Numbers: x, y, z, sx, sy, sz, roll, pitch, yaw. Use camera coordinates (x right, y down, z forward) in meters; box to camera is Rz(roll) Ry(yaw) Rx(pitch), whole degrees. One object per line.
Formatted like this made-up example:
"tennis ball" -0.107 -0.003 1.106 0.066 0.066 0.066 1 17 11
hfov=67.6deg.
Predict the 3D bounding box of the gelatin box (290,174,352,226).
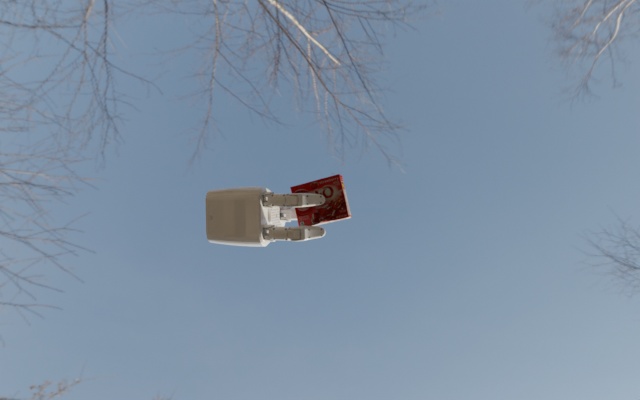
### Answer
"gelatin box" 0.001 0.003 0.796 0.089 0.073 0.030 -14 -6 13
